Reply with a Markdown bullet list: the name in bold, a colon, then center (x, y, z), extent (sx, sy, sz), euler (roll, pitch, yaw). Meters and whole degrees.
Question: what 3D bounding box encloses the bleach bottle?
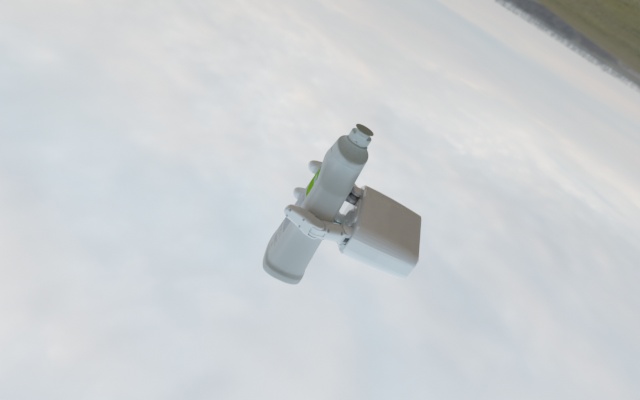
- **bleach bottle**: center (0.000, 0.002, 0.692), extent (0.068, 0.251, 0.102), euler (26, 30, -11)
